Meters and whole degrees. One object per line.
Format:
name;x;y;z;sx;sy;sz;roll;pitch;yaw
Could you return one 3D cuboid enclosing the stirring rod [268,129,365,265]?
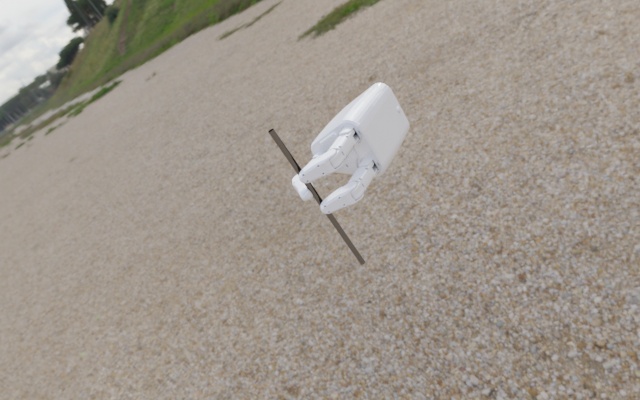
stirring rod;0.000;0.002;0.645;0.011;0.240;0.011;-27;27;15
